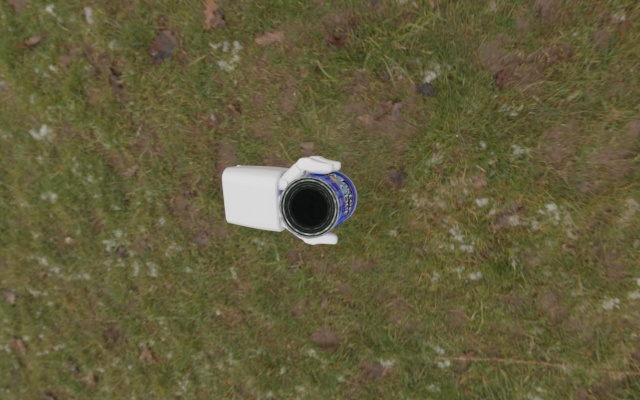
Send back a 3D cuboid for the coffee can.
[{"bbox_3d":[0.000,0.003,0.833,0.103,0.103,0.140,0,7,16],"label":"coffee can"}]
